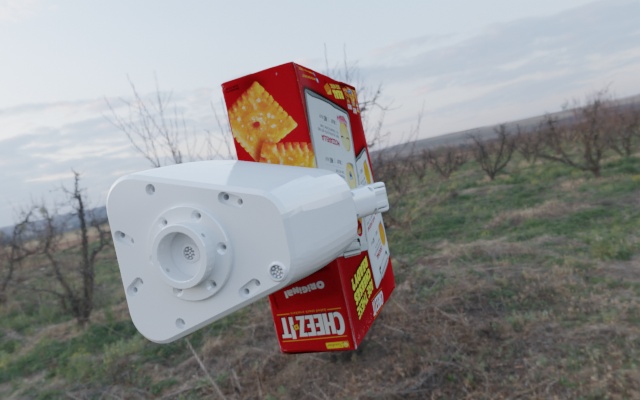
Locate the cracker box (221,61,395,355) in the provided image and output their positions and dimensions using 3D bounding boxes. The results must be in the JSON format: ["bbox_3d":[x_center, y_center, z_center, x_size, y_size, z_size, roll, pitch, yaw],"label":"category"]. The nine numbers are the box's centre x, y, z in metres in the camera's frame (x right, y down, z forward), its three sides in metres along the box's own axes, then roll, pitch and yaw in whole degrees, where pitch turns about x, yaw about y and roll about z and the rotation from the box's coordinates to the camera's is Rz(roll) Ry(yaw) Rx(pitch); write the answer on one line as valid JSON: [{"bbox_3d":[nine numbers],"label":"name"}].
[{"bbox_3d":[0.000,0.001,0.424,0.072,0.214,0.164,-10,3,20],"label":"cracker box"}]
